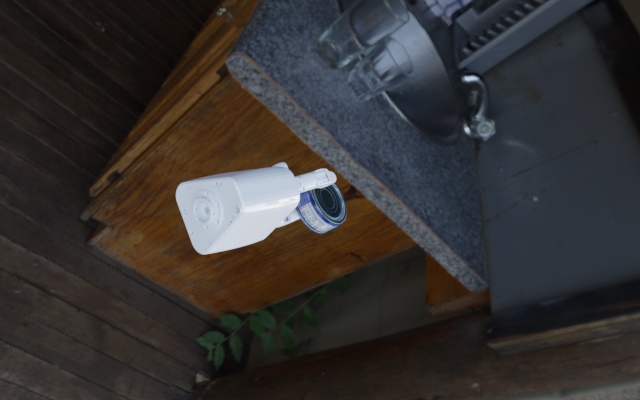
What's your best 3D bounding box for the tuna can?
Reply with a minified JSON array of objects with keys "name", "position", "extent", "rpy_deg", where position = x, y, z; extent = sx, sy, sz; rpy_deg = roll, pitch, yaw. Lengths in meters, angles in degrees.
[{"name":"tuna can","position":[0.001,0.002,0.694],"extent":[0.034,0.086,0.086],"rpy_deg":[-27,-15,31]}]
